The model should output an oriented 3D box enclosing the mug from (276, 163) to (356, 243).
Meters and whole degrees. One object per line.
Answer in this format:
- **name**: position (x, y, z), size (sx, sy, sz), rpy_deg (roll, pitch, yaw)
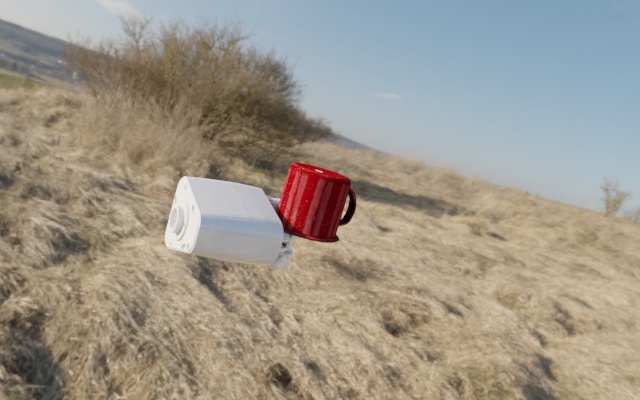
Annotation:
- **mug**: position (0.001, 0.002, 0.621), size (0.117, 0.081, 0.093), rpy_deg (10, 10, -34)
